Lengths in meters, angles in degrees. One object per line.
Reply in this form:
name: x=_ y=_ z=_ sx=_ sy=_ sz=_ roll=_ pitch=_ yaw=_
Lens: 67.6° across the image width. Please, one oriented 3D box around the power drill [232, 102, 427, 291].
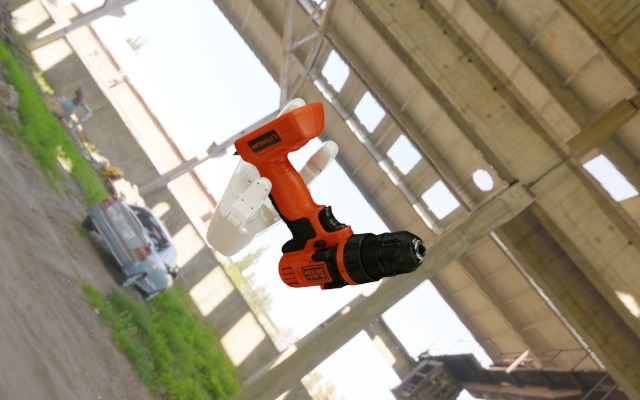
power drill: x=0.000 y=0.001 z=0.484 sx=0.184 sy=0.187 sz=0.057 roll=-16 pitch=9 yaw=41
